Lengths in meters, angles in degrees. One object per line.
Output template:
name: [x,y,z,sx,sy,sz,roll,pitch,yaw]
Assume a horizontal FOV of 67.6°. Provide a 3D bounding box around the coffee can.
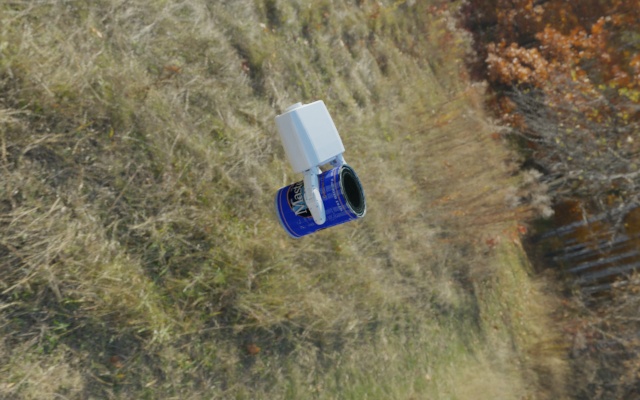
coffee can: [0.000,0.003,0.888,0.140,0.103,0.103,-19,-8,25]
